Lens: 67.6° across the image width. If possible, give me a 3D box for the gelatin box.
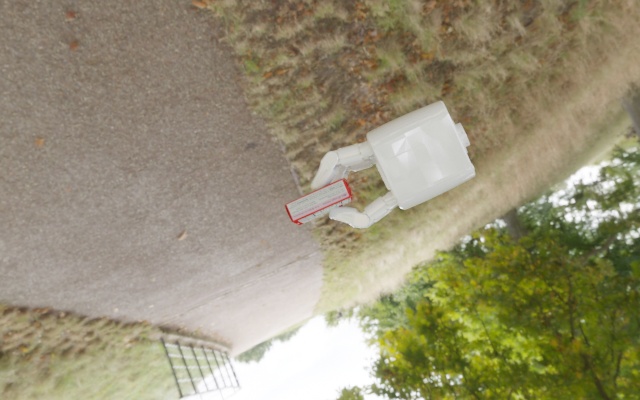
[{"bbox_3d":[0.000,0.003,0.656,0.089,0.030,0.073,-25,-7,2],"label":"gelatin box"}]
